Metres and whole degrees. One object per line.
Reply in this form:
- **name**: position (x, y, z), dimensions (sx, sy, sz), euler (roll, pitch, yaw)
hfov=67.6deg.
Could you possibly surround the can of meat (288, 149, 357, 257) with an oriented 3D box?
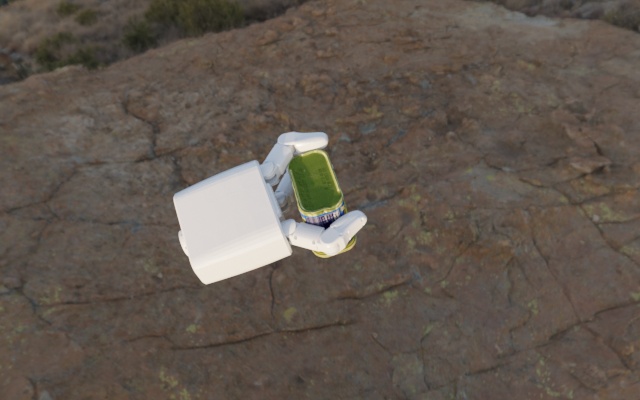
- **can of meat**: position (0.000, 0.002, 0.572), dimensions (0.057, 0.102, 0.084), euler (-18, -40, -1)
